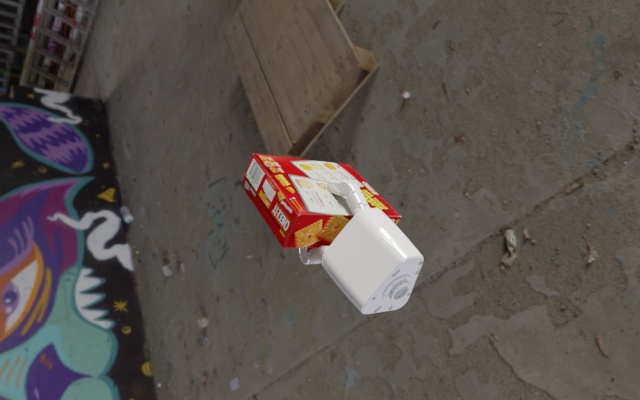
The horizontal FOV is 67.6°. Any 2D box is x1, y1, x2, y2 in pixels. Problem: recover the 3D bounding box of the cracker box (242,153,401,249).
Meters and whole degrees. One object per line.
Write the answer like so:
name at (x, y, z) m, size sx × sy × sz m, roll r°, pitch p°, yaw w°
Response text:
cracker box at (0.000, 0.002, 0.785) m, size 0.214 × 0.072 × 0.164 m, roll 3°, pitch 34°, yaw -40°
